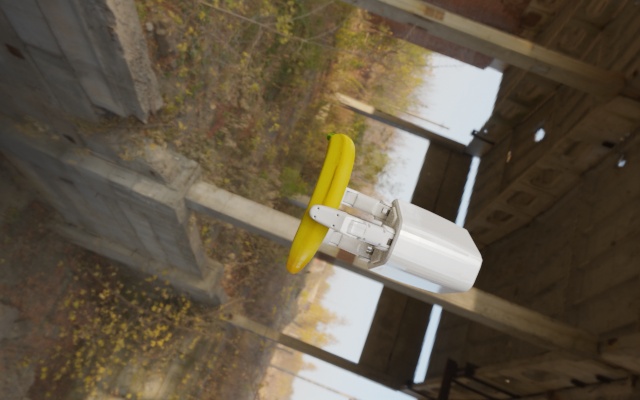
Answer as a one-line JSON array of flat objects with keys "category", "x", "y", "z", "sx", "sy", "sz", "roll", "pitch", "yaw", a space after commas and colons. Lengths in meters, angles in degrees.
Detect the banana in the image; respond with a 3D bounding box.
[{"category": "banana", "x": 0.006, "y": -0.007, "z": 0.577, "sx": 0.037, "sy": 0.197, "sz": 0.070, "roll": 22, "pitch": -22, "yaw": -8}]
